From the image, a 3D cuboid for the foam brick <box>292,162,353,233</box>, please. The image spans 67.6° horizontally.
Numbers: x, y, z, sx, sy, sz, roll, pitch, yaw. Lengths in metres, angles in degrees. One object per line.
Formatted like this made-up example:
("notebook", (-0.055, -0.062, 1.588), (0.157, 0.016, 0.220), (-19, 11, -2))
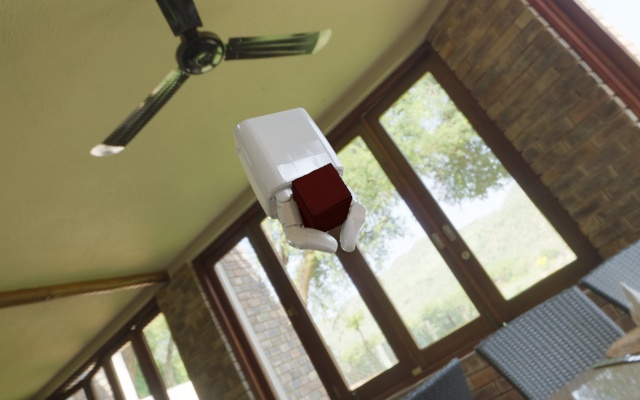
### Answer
("foam brick", (0.000, 0.002, 0.559), (0.053, 0.051, 0.078), (-25, -20, -13))
